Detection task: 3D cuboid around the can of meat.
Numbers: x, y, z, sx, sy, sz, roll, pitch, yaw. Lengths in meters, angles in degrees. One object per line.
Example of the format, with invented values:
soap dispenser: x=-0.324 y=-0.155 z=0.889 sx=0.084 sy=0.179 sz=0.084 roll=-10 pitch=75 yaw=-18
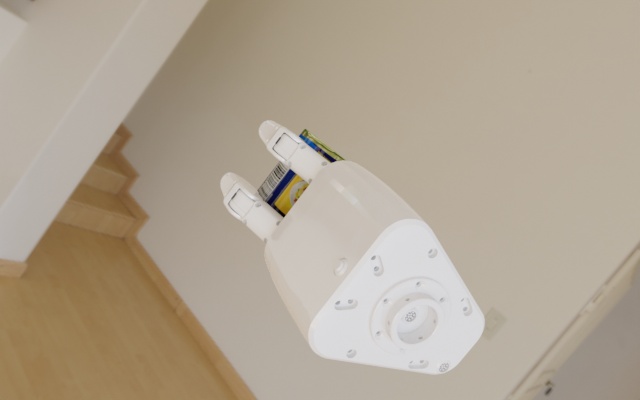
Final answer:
can of meat: x=0.000 y=0.001 z=0.408 sx=0.102 sy=0.084 sz=0.057 roll=35 pitch=6 yaw=-22
